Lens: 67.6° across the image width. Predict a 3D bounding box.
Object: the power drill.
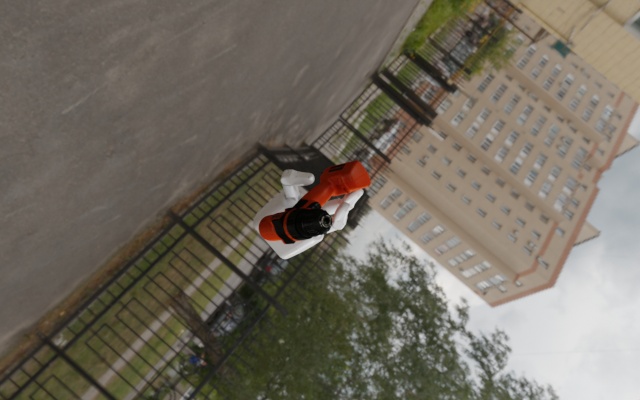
[{"bbox_3d":[0.000,0.002,0.811,0.187,0.057,0.184,-39,18,-33],"label":"power drill"}]
